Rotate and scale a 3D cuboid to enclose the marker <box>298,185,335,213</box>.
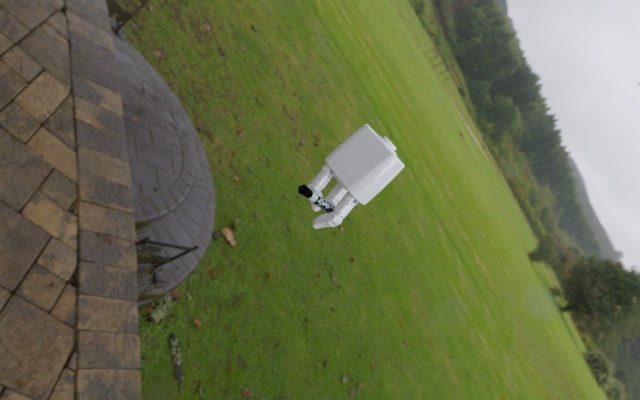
[{"bbox_3d":[0.000,0.003,0.873,0.020,0.020,0.121,0,-25,41],"label":"marker"}]
